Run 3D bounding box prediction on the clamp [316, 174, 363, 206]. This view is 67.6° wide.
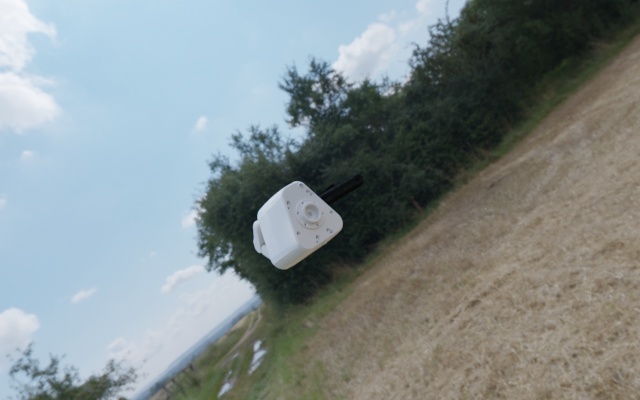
[{"bbox_3d":[0.000,0.002,0.872,0.171,0.039,0.120,-37,1,-33],"label":"clamp"}]
